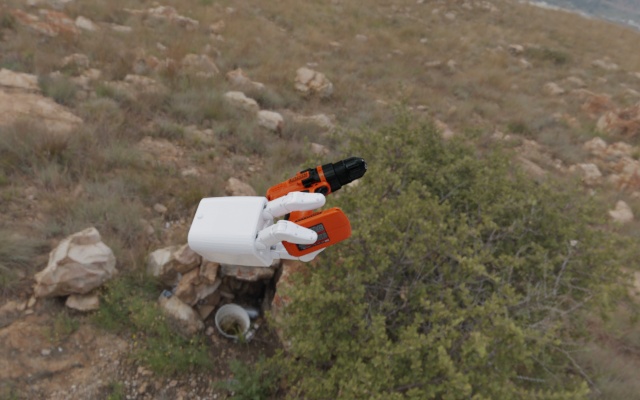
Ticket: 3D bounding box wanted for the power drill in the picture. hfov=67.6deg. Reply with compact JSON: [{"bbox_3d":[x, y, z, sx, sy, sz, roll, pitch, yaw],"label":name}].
[{"bbox_3d":[0.000,0.003,0.777,0.184,0.057,0.187,-23,27,7],"label":"power drill"}]
